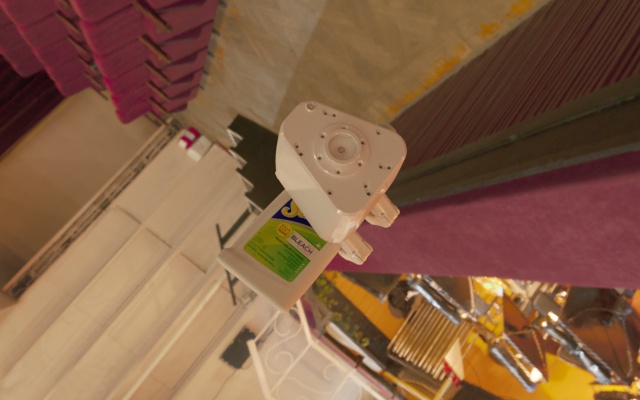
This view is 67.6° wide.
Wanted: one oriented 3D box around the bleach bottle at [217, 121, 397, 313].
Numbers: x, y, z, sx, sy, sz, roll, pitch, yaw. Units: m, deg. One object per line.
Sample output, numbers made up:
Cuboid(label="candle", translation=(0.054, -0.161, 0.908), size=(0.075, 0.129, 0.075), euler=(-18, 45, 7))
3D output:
Cuboid(label="bleach bottle", translation=(0.000, 0.002, 0.555), size=(0.102, 0.250, 0.068), euler=(37, -15, 6))
